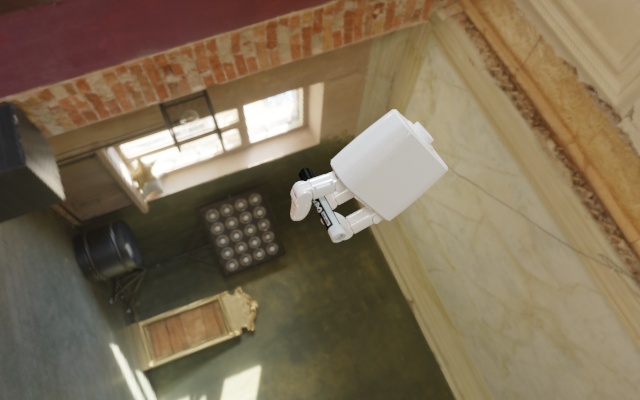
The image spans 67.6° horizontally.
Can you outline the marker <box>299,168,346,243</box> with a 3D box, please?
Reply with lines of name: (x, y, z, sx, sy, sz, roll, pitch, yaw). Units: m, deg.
marker: (0.000, 0.002, 0.615, 0.020, 0.121, 0.020, -18, -36, -14)
